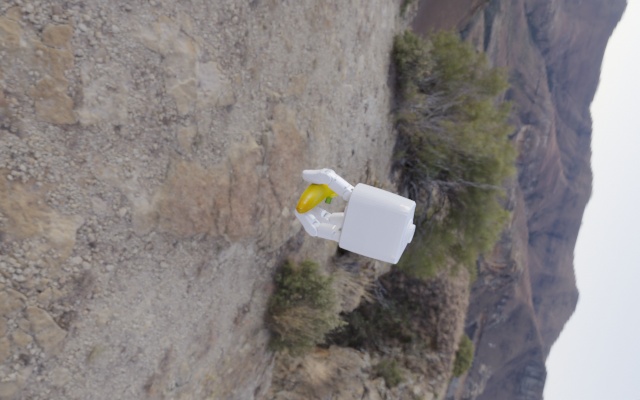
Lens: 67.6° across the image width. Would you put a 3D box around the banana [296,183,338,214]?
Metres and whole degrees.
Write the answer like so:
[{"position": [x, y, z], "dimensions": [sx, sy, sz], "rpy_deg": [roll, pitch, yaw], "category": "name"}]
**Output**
[{"position": [0.007, -0.015, 0.898], "dimensions": [0.037, 0.069, 0.198], "rpy_deg": [21, 10, 15], "category": "banana"}]
